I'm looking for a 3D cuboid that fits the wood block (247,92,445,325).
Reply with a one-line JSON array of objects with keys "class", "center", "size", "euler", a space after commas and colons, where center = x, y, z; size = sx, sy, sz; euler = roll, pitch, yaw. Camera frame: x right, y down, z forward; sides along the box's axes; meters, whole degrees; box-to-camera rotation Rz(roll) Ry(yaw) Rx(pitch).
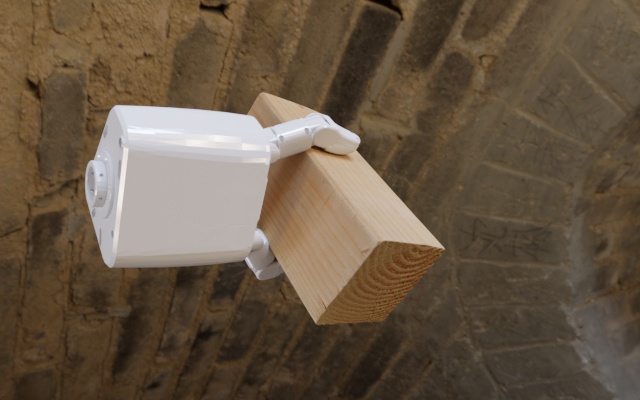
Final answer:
[{"class": "wood block", "center": [0.000, 0.001, 0.434], "size": [0.090, 0.091, 0.206], "euler": [11, 32, -45]}]
